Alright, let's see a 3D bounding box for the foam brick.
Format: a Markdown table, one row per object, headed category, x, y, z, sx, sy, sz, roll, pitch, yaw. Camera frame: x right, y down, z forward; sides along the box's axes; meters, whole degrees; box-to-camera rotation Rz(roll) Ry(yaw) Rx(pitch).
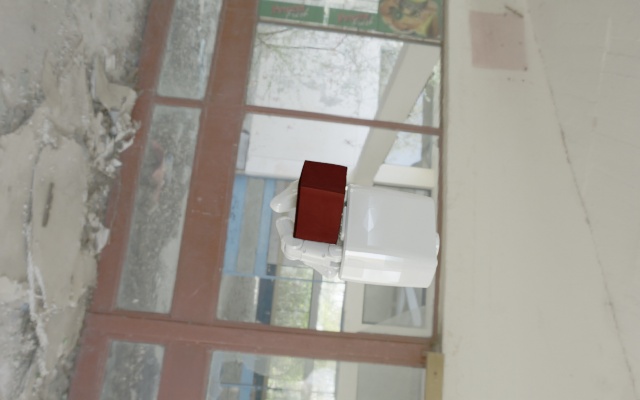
| category | x | y | z | sx | sy | sz | roll | pitch | yaw |
| --- | --- | --- | --- | --- | --- | --- | --- | --- | --- |
| foam brick | 0.000 | 0.002 | 0.539 | 0.051 | 0.078 | 0.053 | 9 | 39 | 1 |
